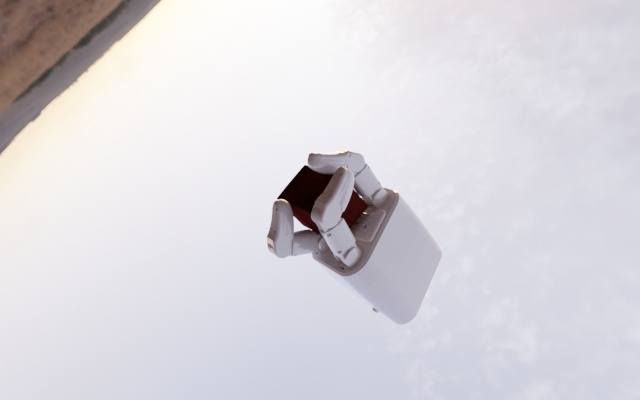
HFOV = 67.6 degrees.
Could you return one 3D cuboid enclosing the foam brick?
[{"bbox_3d":[0.000,0.001,0.509,0.051,0.053,0.078,46,-12,-29],"label":"foam brick"}]
